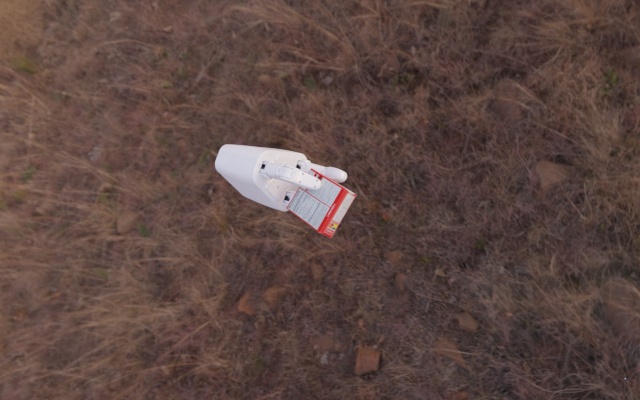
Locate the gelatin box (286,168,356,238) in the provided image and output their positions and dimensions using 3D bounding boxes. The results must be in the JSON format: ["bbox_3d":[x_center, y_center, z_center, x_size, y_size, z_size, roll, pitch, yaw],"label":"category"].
[{"bbox_3d":[0.000,0.002,0.704,0.030,0.073,0.089,28,4,-45],"label":"gelatin box"}]
